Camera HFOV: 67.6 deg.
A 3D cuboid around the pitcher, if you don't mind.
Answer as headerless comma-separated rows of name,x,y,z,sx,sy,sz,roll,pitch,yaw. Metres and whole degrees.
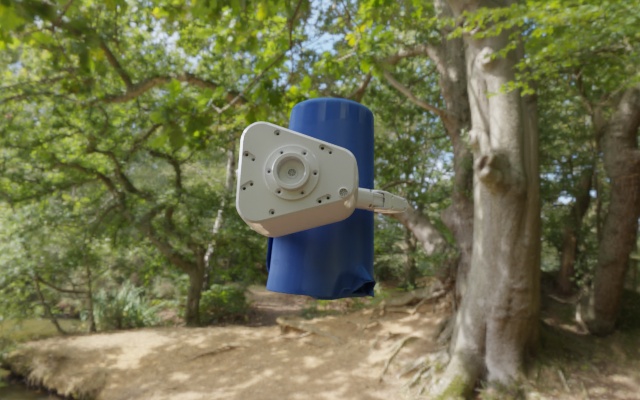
pitcher,0.000,0.002,0.611,0.149,0.243,0.145,3,-8,5
